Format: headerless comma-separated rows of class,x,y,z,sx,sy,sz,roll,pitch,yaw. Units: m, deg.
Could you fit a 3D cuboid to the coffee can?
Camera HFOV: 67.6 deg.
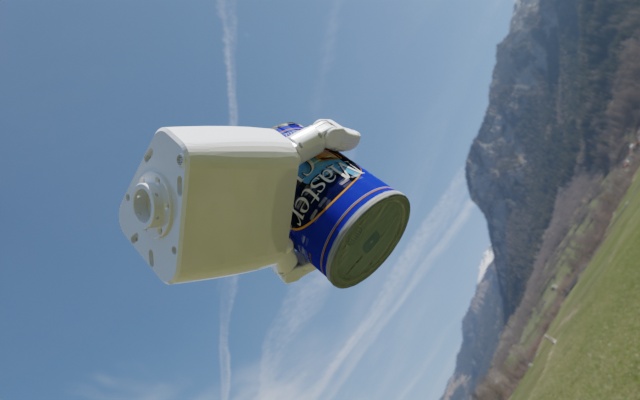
coffee can,0.000,0.002,0.462,0.140,0.103,0.103,38,22,32
